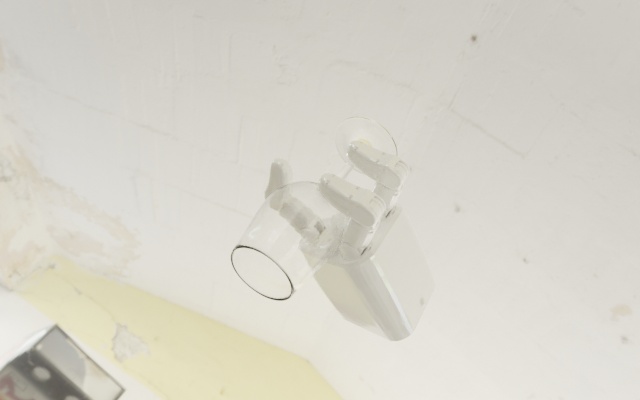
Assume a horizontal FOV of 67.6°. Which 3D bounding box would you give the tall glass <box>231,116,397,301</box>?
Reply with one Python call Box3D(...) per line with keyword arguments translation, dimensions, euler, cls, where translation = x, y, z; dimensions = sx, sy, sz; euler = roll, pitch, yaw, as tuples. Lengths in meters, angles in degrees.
Box3D(translation=(0.000, 0.001, 0.453), dimensions=(0.079, 0.079, 0.201), euler=(0, 36, 38), cls="tall glass")
